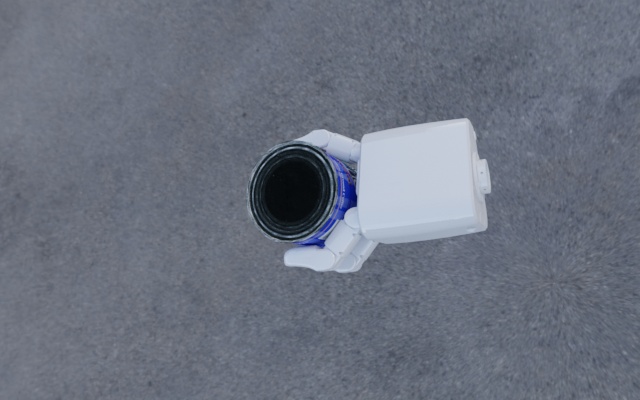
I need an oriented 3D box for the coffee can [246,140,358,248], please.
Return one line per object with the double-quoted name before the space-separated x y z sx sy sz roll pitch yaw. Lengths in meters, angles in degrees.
"coffee can" 0.000 0.002 0.526 0.103 0.103 0.140 0 -9 26
